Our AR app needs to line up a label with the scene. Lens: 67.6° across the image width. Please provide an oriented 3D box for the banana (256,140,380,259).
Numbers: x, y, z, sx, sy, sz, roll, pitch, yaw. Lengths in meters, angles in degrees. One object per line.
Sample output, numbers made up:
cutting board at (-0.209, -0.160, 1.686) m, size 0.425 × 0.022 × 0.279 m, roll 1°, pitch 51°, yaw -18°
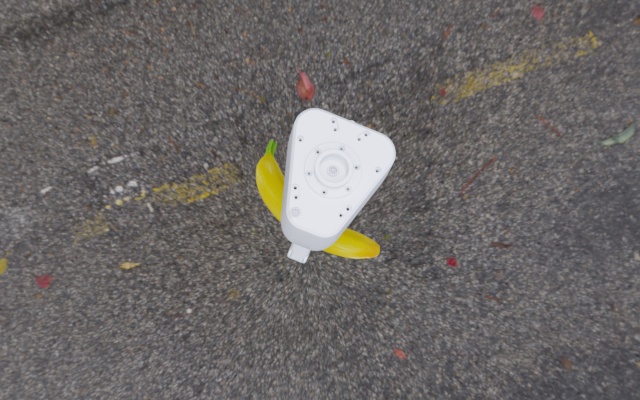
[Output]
banana at (-0.016, 0.012, 0.581) m, size 0.069 × 0.198 × 0.037 m, roll -42°, pitch -5°, yaw -15°
